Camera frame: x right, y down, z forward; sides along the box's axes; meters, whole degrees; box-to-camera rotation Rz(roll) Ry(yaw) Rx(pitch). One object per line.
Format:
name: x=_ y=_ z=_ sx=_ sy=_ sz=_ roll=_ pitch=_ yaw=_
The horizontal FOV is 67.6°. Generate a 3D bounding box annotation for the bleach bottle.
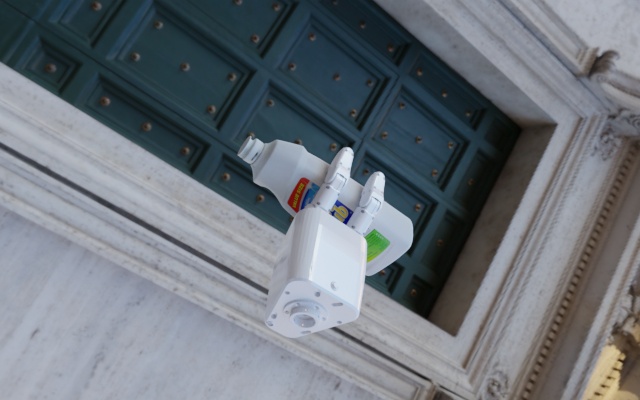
bleach bottle: x=0.000 y=0.002 z=0.629 sx=0.251 sy=0.068 sz=0.103 roll=33 pitch=-51 yaw=-20
